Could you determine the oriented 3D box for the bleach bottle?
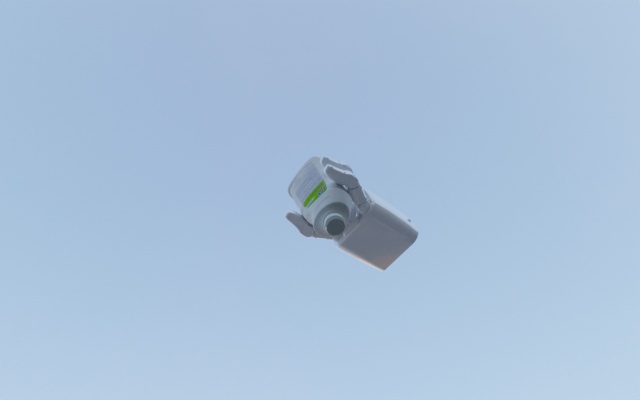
[{"bbox_3d":[0.000,0.003,0.820,0.068,0.102,0.250,32,13,-18],"label":"bleach bottle"}]
